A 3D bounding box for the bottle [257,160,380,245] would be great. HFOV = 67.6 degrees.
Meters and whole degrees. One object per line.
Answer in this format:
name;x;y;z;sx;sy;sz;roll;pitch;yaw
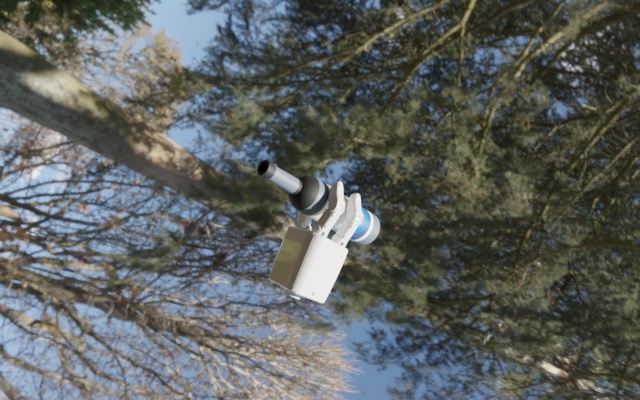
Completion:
bottle;0.000;0.003;0.858;0.069;0.069;0.296;0;-22;42
